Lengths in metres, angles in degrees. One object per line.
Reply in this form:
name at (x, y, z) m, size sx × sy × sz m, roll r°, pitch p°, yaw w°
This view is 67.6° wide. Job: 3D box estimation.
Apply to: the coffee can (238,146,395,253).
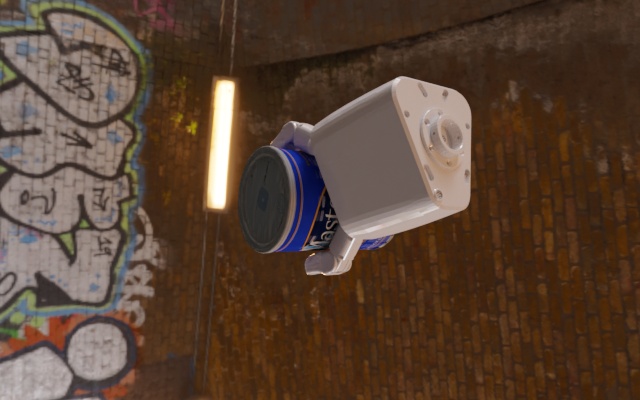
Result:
coffee can at (0.000, 0.002, 0.496) m, size 0.140 × 0.103 × 0.103 m, roll 3°, pitch -2°, yaw -36°
